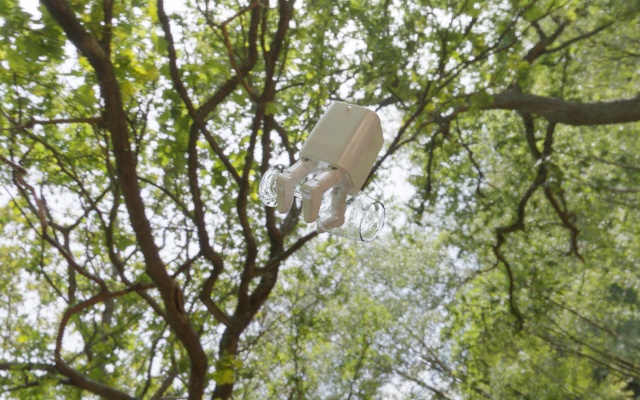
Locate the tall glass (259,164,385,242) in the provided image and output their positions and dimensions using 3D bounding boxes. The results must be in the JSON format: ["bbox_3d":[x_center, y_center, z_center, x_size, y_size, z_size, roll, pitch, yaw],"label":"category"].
[{"bbox_3d":[0.000,0.002,0.734,0.201,0.079,0.079,21,13,37],"label":"tall glass"}]
